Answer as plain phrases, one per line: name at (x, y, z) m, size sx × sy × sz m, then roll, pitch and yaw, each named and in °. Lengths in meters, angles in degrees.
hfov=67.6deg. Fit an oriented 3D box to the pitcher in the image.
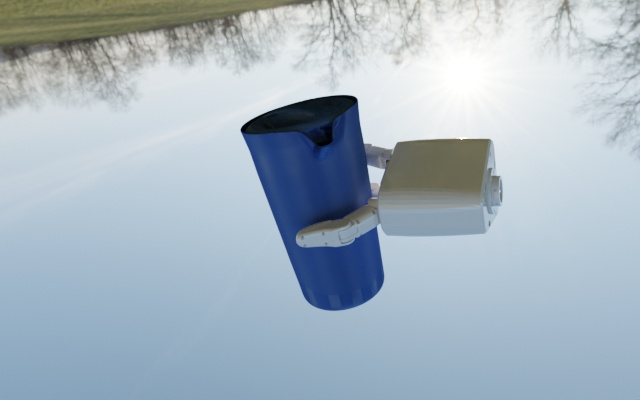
pitcher at (0.000, 0.002, 0.578) m, size 0.145 × 0.243 × 0.149 m, roll -1°, pitch 26°, yaw 28°
